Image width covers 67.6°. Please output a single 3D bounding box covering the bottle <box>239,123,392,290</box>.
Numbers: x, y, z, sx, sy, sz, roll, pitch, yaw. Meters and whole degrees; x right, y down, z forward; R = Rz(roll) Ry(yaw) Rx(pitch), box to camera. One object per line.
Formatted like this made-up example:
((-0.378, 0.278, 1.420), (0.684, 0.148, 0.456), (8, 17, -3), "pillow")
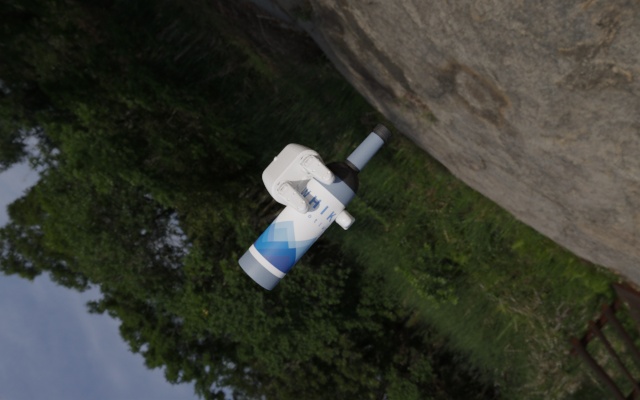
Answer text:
((0.000, 0.003, 0.717), (0.069, 0.295, 0.069), (42, 0, 0), "bottle")
